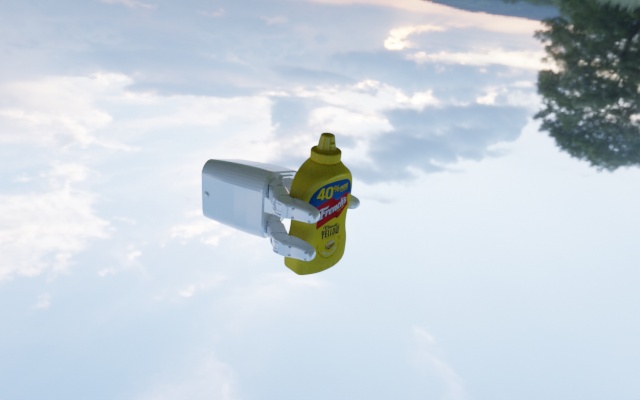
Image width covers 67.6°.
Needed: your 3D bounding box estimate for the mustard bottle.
[{"bbox_3d":[0.000,0.002,0.642,0.096,0.192,0.058,-17,34,-39],"label":"mustard bottle"}]
